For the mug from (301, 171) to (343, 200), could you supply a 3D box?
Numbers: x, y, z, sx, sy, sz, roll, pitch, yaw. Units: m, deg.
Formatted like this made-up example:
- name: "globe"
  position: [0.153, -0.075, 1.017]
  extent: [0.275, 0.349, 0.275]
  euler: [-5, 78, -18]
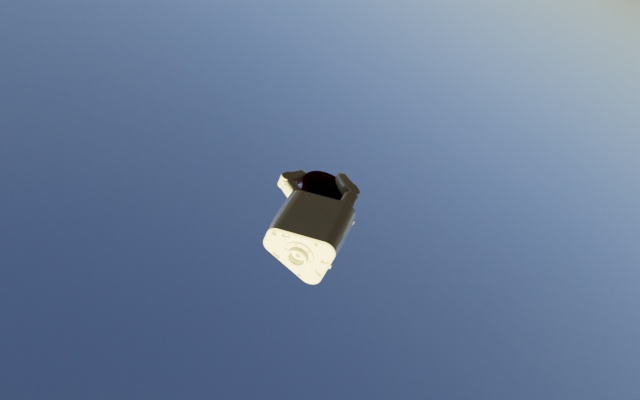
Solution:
- name: "mug"
  position: [0.000, 0.002, 0.842]
  extent: [0.093, 0.081, 0.117]
  euler: [31, 37, 1]
